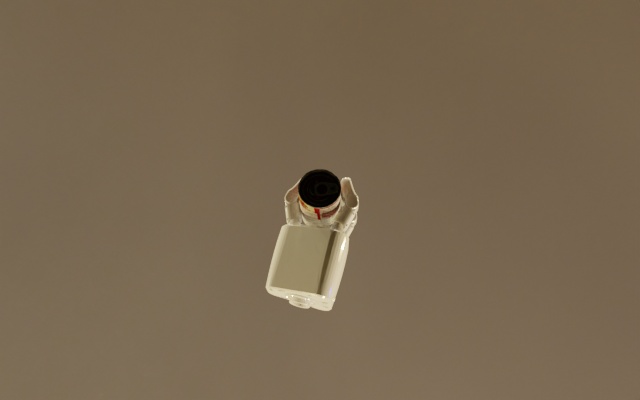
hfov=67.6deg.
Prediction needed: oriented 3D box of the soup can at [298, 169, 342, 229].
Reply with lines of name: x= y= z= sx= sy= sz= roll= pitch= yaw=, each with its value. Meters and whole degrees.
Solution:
soup can: x=0.000 y=0.002 z=0.783 sx=0.068 sy=0.068 sz=0.102 roll=0 pitch=-25 yaw=2
